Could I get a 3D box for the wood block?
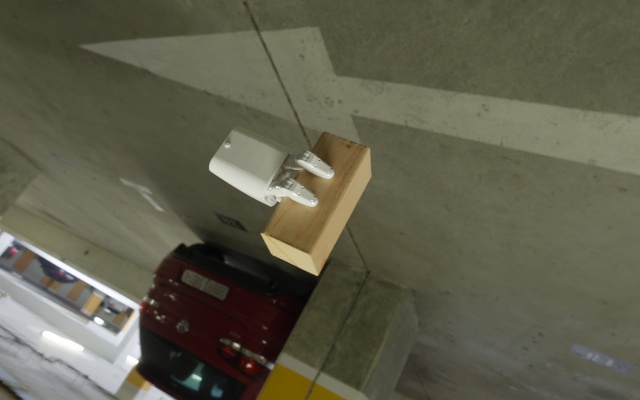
[{"bbox_3d":[0.000,0.003,0.781,0.090,0.206,0.091,22,-23,18],"label":"wood block"}]
